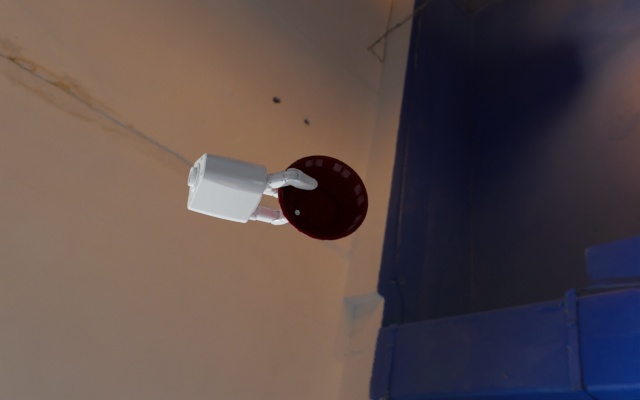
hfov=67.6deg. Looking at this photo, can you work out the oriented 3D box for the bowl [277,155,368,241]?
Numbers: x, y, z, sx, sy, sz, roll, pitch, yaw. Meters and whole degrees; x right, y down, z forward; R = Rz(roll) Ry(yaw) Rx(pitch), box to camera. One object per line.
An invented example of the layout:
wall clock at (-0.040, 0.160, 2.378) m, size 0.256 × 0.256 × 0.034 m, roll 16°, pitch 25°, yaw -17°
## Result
bowl at (0.001, 0.003, 0.844) m, size 0.162 × 0.162 × 0.055 m, roll 0°, pitch -24°, yaw -14°
